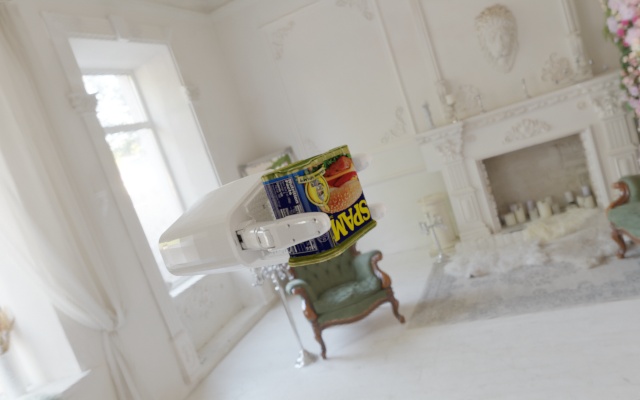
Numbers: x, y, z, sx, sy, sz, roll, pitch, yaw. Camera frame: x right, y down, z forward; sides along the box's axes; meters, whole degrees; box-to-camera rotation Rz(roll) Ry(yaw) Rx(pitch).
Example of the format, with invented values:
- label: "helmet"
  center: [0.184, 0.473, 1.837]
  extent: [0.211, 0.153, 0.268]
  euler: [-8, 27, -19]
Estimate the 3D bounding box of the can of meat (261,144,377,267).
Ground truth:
- label: "can of meat"
  center: [0.000, 0.001, 0.441]
  extent: [0.057, 0.084, 0.102]
  euler: [-14, 9, 36]
